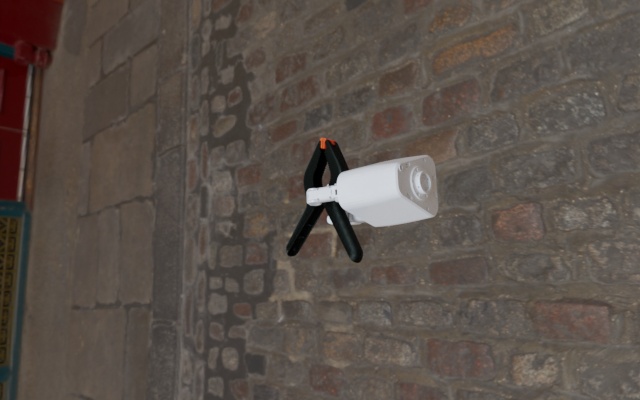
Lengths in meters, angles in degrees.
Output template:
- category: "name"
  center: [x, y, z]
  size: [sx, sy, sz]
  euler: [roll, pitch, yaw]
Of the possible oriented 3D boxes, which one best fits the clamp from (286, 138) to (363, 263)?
- category: "clamp"
  center: [0.000, 0.002, 0.802]
  size: [0.164, 0.210, 0.036]
  euler: [-10, -12, 42]
